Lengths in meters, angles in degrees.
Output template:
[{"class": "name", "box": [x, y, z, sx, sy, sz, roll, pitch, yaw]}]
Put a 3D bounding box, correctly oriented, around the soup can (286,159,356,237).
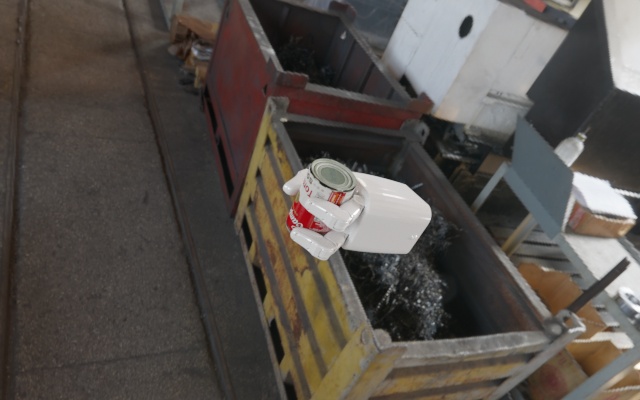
[{"class": "soup can", "box": [0.000, 0.002, 0.656, 0.068, 0.102, 0.068, 17, 36, -13]}]
